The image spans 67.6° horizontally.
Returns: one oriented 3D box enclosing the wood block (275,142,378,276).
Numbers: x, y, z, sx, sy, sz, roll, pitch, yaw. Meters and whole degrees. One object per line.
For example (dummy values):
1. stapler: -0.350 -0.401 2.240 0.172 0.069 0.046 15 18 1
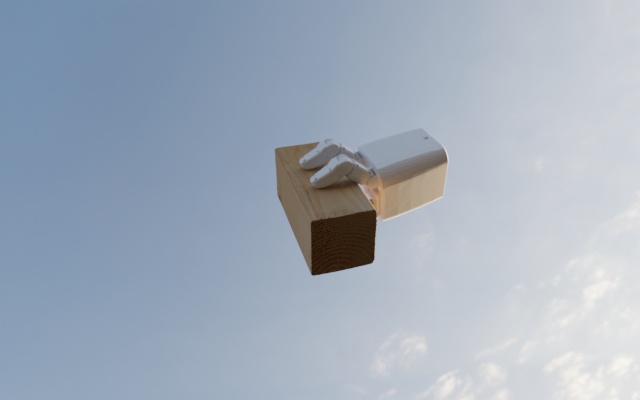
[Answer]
1. wood block: 0.000 0.002 0.690 0.090 0.091 0.206 -10 34 -13
